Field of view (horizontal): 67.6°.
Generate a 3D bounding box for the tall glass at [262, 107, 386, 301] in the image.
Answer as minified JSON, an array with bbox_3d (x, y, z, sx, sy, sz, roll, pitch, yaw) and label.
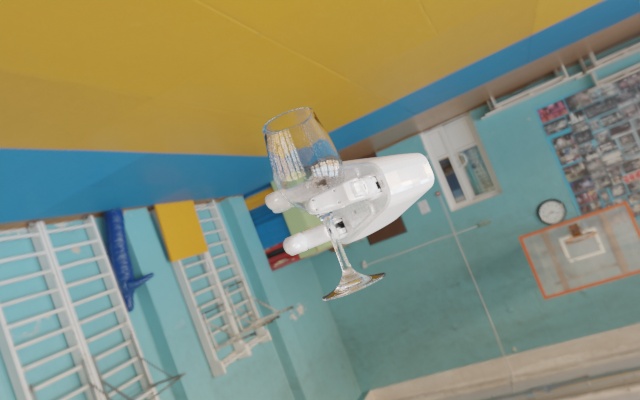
[{"bbox_3d":[0.000,0.002,0.525,0.079,0.201,0.079,-22,-4,-2],"label":"tall glass"}]
